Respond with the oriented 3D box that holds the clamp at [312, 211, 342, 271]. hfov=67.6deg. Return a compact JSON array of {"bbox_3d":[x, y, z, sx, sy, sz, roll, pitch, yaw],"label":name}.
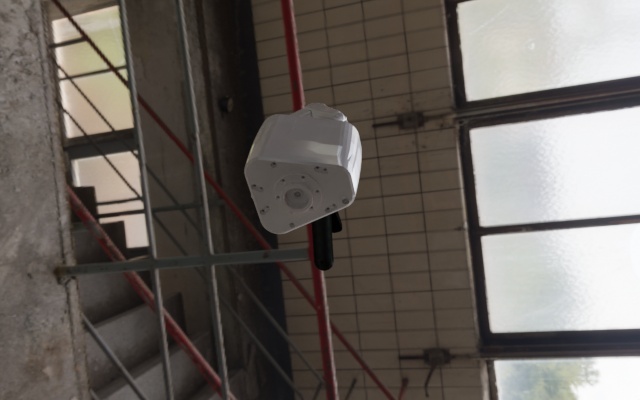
[{"bbox_3d":[0.001,0.002,0.621,0.039,0.172,0.120,-10,30,8],"label":"clamp"}]
